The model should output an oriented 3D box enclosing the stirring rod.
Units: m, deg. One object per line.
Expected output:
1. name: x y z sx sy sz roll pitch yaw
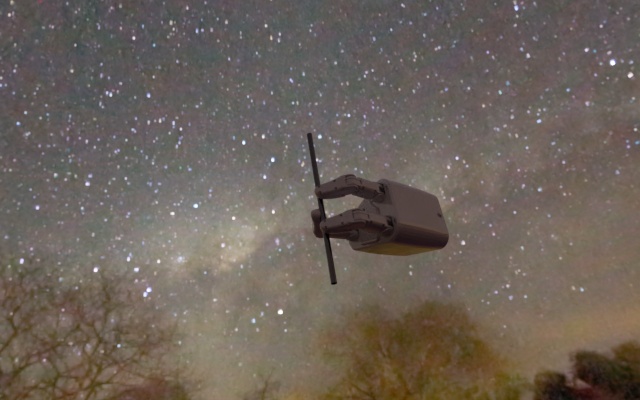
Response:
1. stirring rod: 0.000 0.002 0.659 0.011 0.239 0.011 -7 -31 -4
